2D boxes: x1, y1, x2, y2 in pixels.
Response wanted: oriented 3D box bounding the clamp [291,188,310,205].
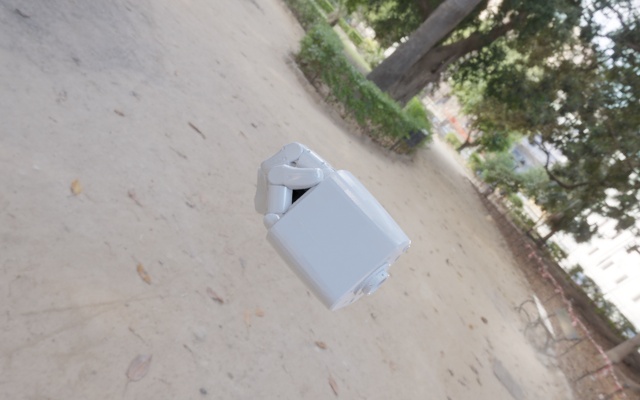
[{"bbox_3d":[0.000,0.001,0.616,0.120,0.039,0.171,41,14,20],"label":"clamp"}]
